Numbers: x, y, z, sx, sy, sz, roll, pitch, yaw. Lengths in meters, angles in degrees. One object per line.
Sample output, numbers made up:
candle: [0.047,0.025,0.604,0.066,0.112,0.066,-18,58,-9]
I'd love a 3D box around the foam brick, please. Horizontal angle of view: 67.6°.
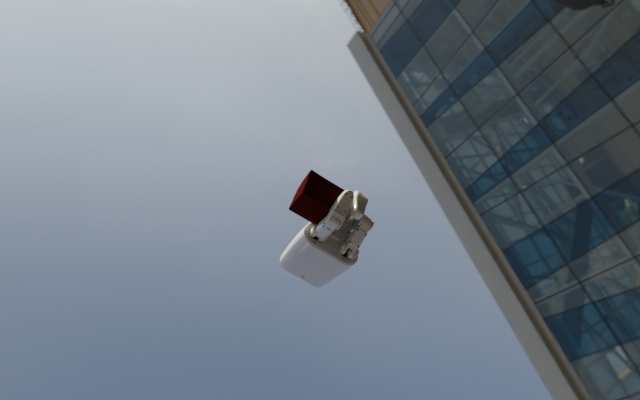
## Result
foam brick: [0.000,0.002,0.735,0.078,0.053,0.051,31,-42,-11]
